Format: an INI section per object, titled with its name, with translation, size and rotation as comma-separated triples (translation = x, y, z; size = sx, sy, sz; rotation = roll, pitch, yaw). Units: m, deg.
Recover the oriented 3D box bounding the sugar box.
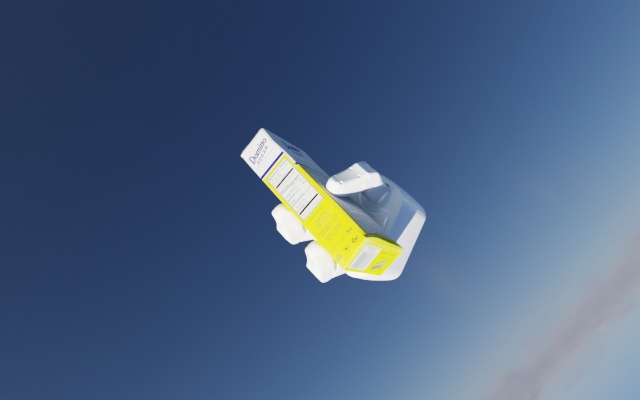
[sugar box]
translation = 0.000, 0.002, 0.500
size = 0.176, 0.048, 0.093
rotation = 44, 10, 30
